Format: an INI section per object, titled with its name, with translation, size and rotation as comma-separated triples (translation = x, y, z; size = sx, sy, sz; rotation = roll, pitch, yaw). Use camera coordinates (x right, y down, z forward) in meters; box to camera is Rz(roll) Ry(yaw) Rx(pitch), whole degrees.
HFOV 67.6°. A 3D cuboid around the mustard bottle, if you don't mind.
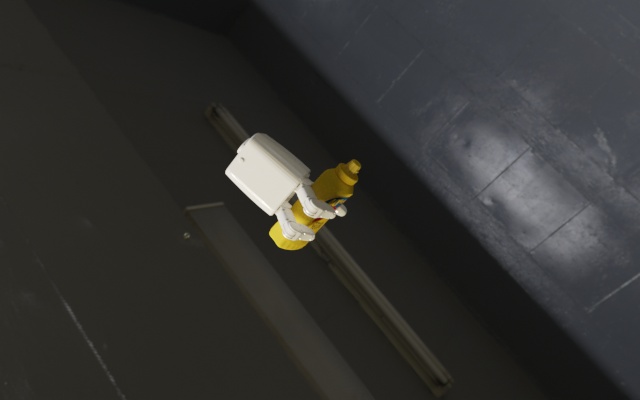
[mustard bottle]
translation = 0.000, 0.003, 0.813
size = 0.192, 0.058, 0.096
rotation = -48, -22, 24
